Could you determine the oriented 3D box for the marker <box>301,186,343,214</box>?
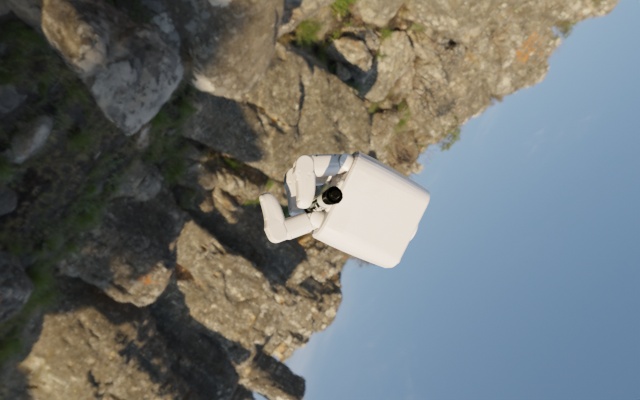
[{"bbox_3d":[0.000,0.002,0.540,0.020,0.020,0.121,0,-8,-15],"label":"marker"}]
